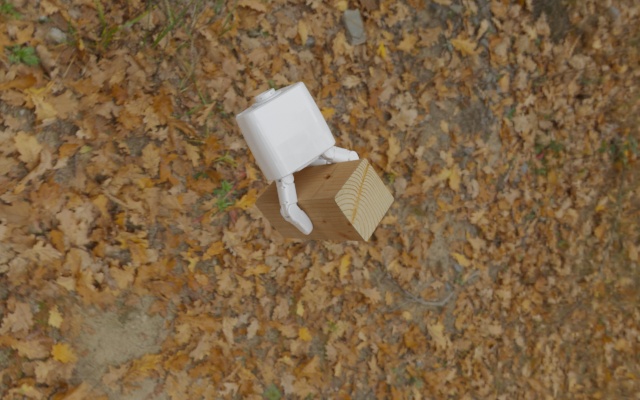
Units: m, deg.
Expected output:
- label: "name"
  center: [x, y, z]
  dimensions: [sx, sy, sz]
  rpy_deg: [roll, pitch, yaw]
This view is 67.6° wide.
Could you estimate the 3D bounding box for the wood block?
- label: "wood block"
  center: [0.000, 0.002, 0.769]
  dimensions: [0.206, 0.090, 0.090]
  rpy_deg: [-3, 42, 51]
